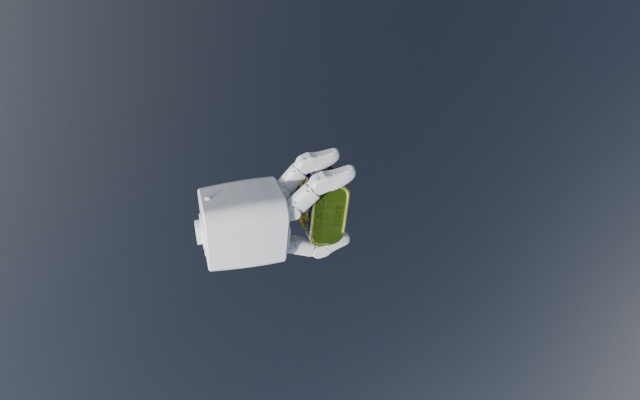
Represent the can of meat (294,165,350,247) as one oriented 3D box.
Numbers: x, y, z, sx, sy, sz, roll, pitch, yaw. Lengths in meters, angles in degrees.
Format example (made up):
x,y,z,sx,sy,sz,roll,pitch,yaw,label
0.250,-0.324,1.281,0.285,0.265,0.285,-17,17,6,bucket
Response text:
x,y,z,sx,sy,sz,roll,pitch,yaw,label
0.000,0.002,0.676,0.057,0.102,0.084,-4,30,-17,can of meat
